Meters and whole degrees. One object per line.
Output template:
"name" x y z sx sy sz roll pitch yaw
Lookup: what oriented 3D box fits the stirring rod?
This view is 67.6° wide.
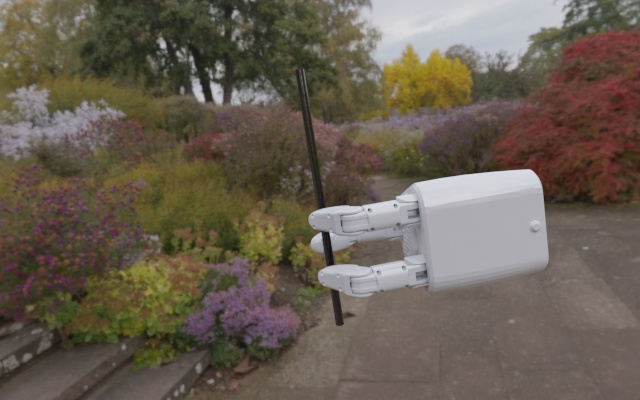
"stirring rod" 0.000 0.002 0.441 0.011 0.239 0.011 -9 9 1
